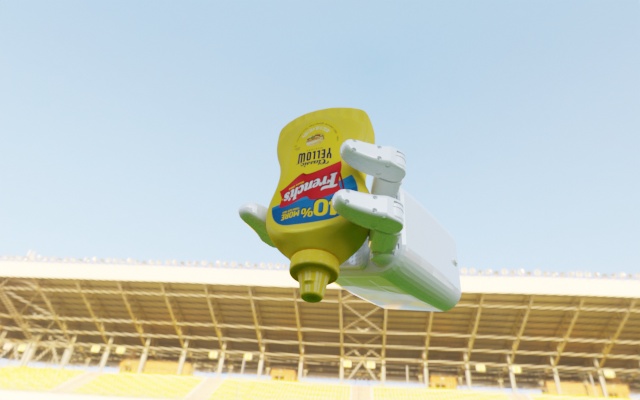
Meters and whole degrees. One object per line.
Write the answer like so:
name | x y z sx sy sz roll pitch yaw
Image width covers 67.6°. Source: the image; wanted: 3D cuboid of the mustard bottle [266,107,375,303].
mustard bottle | 0.000 0.001 0.431 0.096 0.191 0.058 -8 -39 17
